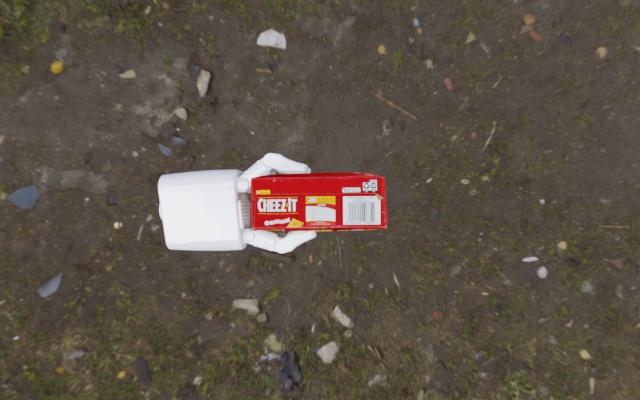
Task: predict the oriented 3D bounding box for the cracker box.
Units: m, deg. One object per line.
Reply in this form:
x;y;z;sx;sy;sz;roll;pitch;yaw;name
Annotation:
0.000;0.002;0.670;0.164;0.072;0.213;-1;0;2;cracker box
